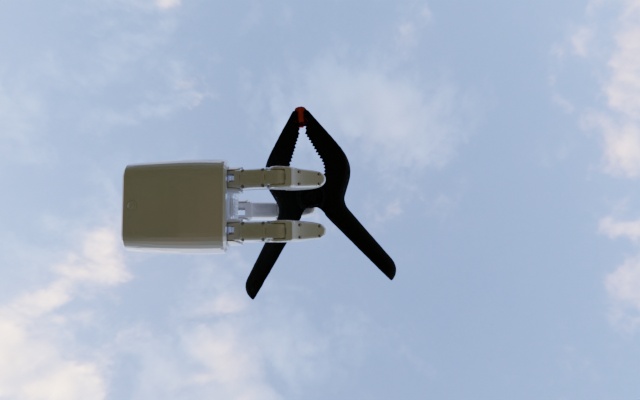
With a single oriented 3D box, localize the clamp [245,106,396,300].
[{"bbox_3d":[0.000,0.001,0.530,0.164,0.210,0.036,0,-5,-5],"label":"clamp"}]
